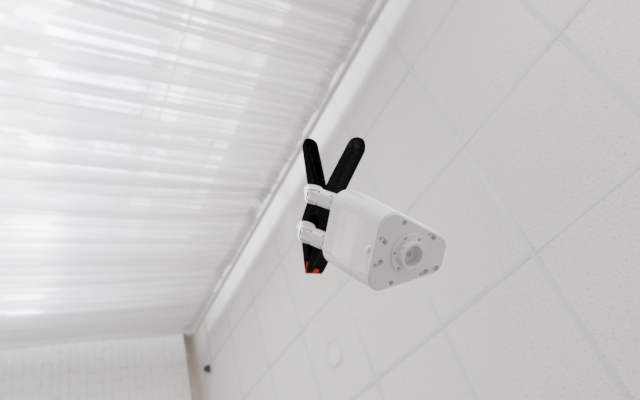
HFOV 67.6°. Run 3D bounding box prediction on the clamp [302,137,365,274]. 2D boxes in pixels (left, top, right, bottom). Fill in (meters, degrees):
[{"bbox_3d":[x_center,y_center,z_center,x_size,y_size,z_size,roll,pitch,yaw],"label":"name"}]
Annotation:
[{"bbox_3d":[0.001,0.003,0.710,0.036,0.210,0.164,6,10,-26],"label":"clamp"}]
